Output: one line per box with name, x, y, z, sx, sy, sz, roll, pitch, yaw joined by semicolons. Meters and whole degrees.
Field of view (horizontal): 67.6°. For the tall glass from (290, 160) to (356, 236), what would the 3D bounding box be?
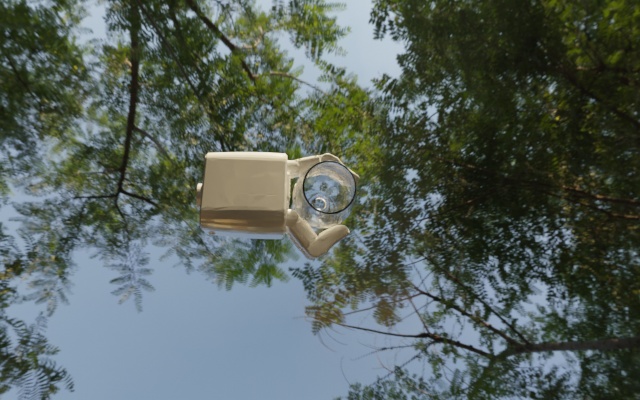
tall glass;0.000;0.002;0.634;0.079;0.079;0.201;0;-10;-6
